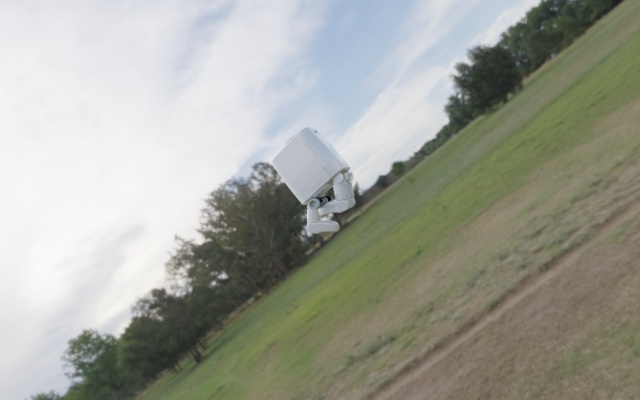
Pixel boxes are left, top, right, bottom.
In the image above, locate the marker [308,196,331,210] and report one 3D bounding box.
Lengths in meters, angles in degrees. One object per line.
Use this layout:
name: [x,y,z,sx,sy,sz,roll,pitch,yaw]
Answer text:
marker: [0.000,0.003,0.891,0.020,0.020,0.121,0,4,13]
